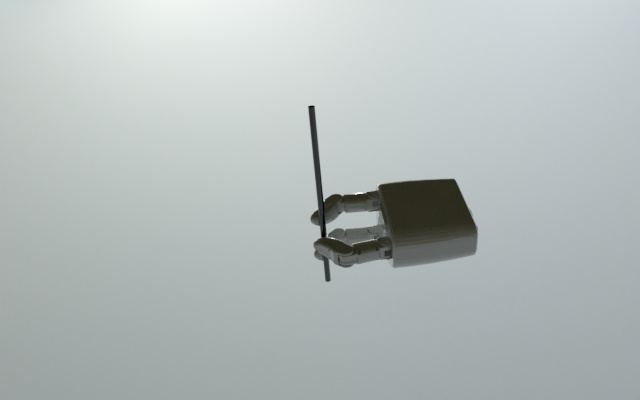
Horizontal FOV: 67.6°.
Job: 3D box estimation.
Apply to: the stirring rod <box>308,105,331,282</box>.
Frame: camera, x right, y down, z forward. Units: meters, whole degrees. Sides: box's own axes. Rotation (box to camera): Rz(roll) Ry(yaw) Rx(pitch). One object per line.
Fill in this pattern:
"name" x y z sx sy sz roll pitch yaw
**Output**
"stirring rod" 0.000 0.002 0.580 0.011 0.240 0.011 -4 29 2
